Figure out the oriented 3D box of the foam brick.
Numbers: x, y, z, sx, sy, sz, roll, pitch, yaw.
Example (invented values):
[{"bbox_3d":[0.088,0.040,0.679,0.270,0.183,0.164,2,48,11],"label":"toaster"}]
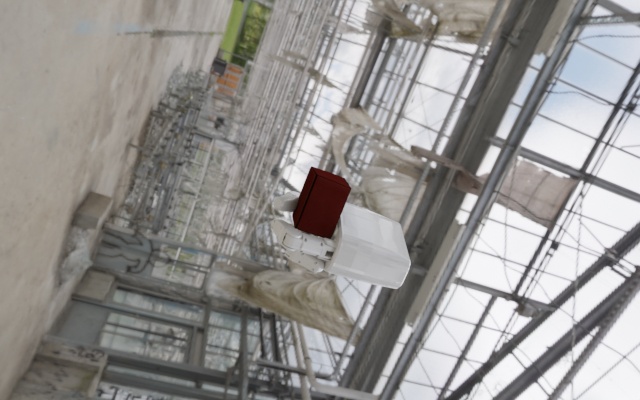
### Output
[{"bbox_3d":[0.000,0.002,0.633,0.051,0.078,0.053,18,15,-13],"label":"foam brick"}]
